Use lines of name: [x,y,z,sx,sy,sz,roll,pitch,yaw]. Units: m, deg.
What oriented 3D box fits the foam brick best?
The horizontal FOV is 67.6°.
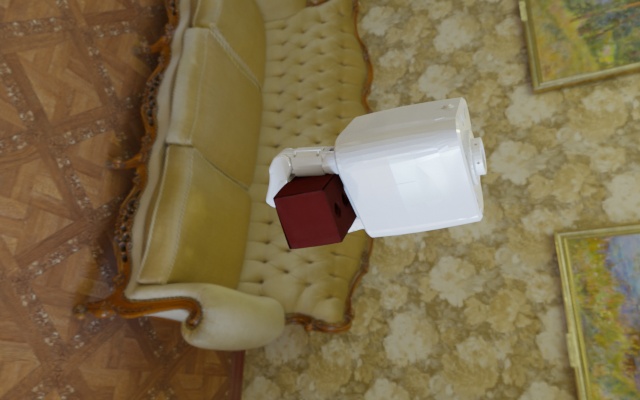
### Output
foam brick: [0.000,0.002,0.440,0.051,0.053,0.078,-8,22,24]
